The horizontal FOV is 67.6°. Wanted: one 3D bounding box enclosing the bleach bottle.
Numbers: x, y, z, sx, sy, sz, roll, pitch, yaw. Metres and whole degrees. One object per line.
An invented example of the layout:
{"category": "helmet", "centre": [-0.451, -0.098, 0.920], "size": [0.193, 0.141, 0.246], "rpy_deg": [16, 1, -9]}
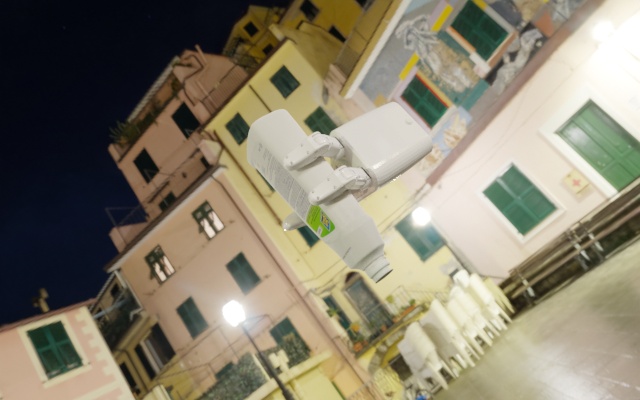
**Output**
{"category": "bleach bottle", "centre": [0.000, 0.002, 0.614], "size": [0.068, 0.250, 0.103], "rpy_deg": [-31, -20, -23]}
